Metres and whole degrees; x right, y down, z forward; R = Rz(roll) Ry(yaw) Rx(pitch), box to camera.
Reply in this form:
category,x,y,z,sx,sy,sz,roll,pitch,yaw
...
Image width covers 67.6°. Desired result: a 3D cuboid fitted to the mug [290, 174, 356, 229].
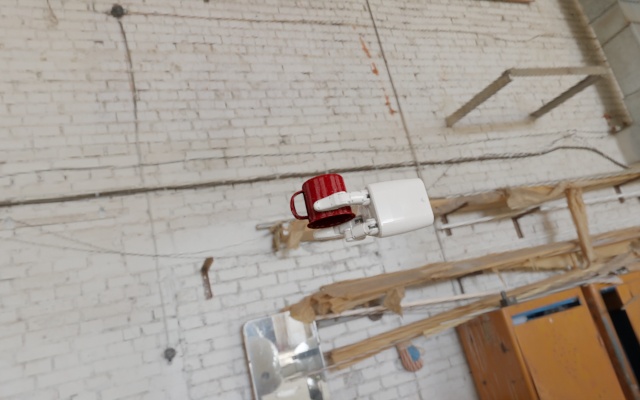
category,x,y,z,sx,sy,sz,roll,pitch,yaw
mug,-0.001,0.003,0.887,0.117,0.081,0.093,-9,-16,-14
